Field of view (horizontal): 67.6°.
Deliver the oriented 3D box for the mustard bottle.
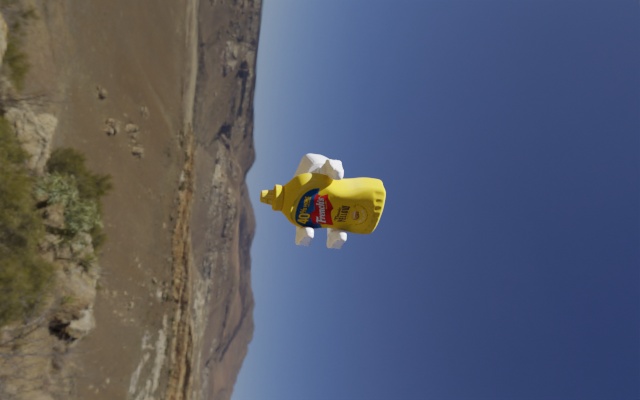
[{"bbox_3d":[0.000,0.003,0.760,0.191,0.096,0.058,6,38,-12],"label":"mustard bottle"}]
